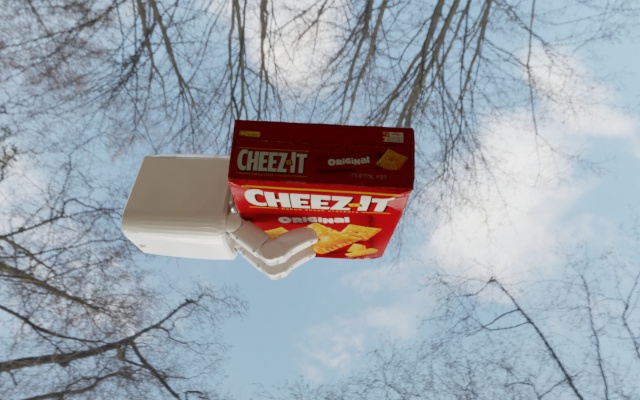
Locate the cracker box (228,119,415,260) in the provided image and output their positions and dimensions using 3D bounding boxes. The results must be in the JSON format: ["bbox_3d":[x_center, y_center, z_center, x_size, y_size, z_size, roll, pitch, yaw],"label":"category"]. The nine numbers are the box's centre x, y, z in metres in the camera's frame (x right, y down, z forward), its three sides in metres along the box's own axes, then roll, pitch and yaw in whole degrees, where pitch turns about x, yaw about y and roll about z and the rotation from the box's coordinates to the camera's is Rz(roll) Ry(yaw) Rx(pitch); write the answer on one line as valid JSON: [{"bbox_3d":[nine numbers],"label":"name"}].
[{"bbox_3d":[0.000,0.002,0.513,0.164,0.072,0.214,2,-23,0],"label":"cracker box"}]
